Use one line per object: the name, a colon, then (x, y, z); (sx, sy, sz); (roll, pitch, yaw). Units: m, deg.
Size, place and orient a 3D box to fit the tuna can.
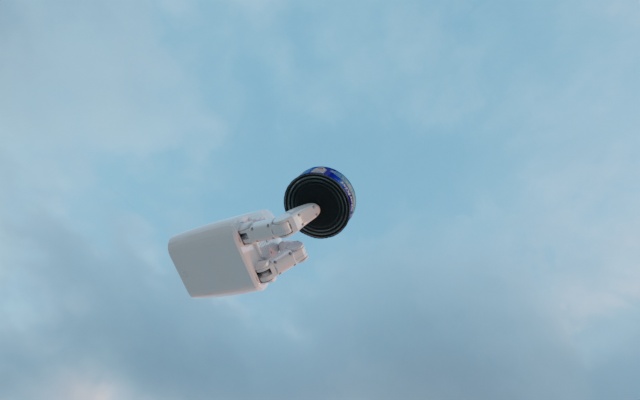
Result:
tuna can: (0.000, 0.002, 0.591); (0.086, 0.086, 0.033); (0, 21, 20)
